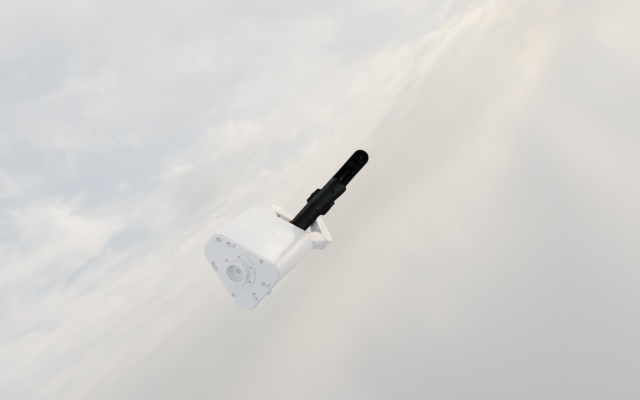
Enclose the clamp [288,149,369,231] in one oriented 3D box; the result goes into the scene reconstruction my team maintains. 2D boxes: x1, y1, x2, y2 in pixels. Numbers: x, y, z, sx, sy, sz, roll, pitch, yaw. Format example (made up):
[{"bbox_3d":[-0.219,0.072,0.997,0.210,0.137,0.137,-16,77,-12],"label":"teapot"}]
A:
[{"bbox_3d":[0.000,0.002,0.692,0.039,0.171,0.120,43,27,4],"label":"clamp"}]
